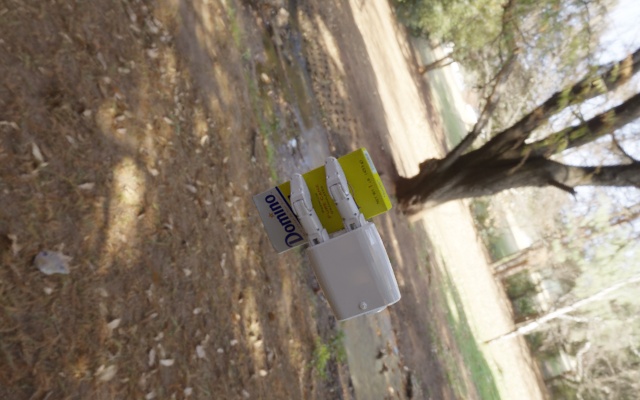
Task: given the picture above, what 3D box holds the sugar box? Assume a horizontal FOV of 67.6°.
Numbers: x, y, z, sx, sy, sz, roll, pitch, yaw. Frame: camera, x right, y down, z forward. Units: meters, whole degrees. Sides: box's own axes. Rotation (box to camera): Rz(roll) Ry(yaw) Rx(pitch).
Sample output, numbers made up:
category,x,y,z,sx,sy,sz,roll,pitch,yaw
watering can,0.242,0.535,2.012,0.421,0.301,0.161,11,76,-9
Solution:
category,x,y,z,sx,sy,sz,roll,pitch,yaw
sugar box,0.000,0.002,0.670,0.176,0.093,0.048,-24,0,16
